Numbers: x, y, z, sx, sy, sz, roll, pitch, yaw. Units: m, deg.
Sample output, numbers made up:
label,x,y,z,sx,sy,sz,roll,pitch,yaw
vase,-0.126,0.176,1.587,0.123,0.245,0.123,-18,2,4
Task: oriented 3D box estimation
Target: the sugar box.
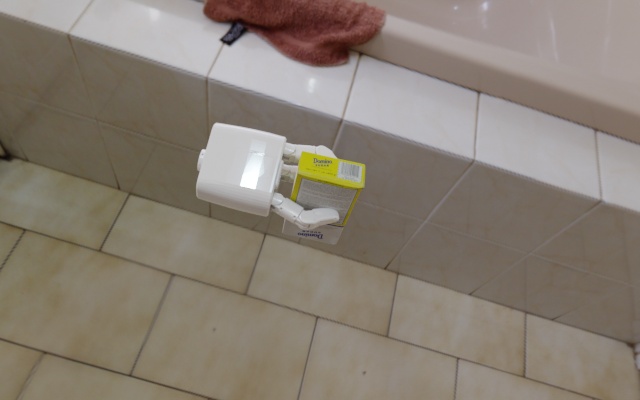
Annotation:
label,x,y,z,sx,sy,sz,roll,pitch,yaw
sugar box,0.000,0.002,0.716,0.093,0.048,0.176,13,-31,-5
